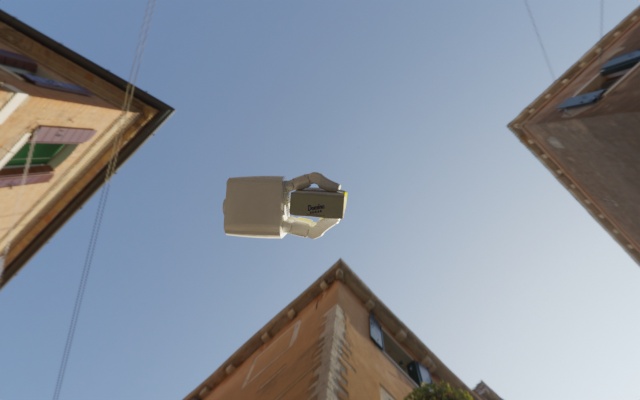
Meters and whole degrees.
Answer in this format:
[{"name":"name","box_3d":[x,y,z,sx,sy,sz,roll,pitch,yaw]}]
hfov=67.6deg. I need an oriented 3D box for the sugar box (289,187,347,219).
[{"name":"sugar box","box_3d":[0.000,0.003,0.875,0.093,0.048,0.176,4,7,4]}]
